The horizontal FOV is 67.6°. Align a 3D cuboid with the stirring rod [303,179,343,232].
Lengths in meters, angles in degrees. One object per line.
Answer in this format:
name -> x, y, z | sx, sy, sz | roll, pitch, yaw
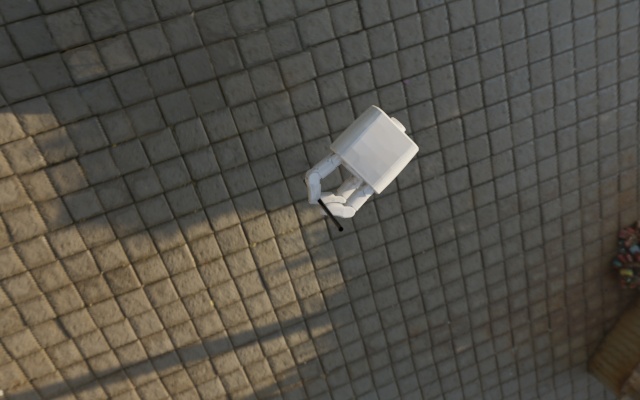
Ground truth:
stirring rod -> 0.000, 0.003, 0.828 | 0.011, 0.011, 0.239 | 0, 20, -16
